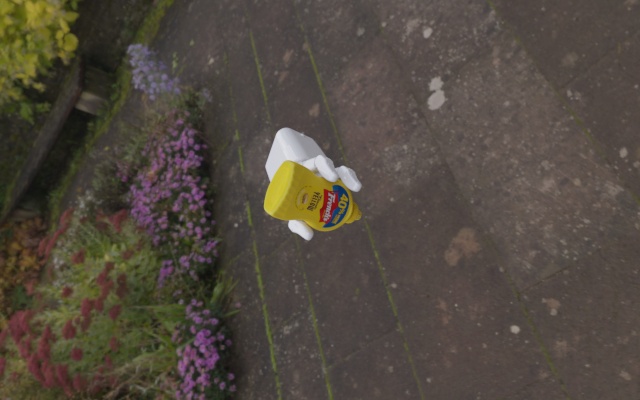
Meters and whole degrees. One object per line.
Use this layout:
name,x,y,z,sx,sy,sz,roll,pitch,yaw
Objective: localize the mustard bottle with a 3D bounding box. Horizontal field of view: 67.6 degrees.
mustard bottle,0.000,0.003,0.832,0.192,0.096,0.058,20,6,-39
